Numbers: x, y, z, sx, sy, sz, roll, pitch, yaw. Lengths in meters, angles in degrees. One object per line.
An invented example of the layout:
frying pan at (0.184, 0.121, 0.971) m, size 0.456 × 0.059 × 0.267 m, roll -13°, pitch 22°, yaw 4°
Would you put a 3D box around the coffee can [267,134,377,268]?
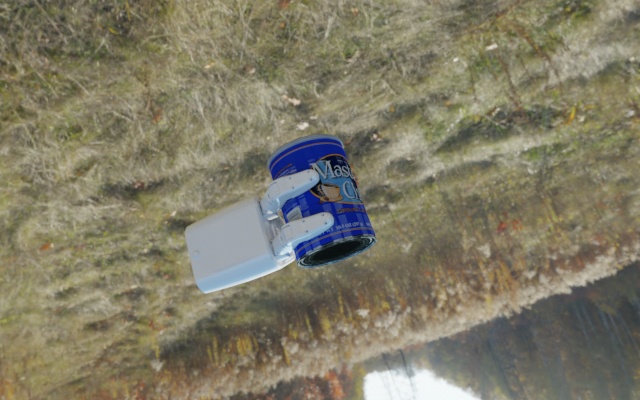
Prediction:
coffee can at (0.000, 0.002, 0.605) m, size 0.103 × 0.140 × 0.103 m, roll -16°, pitch -19°, yaw -6°
